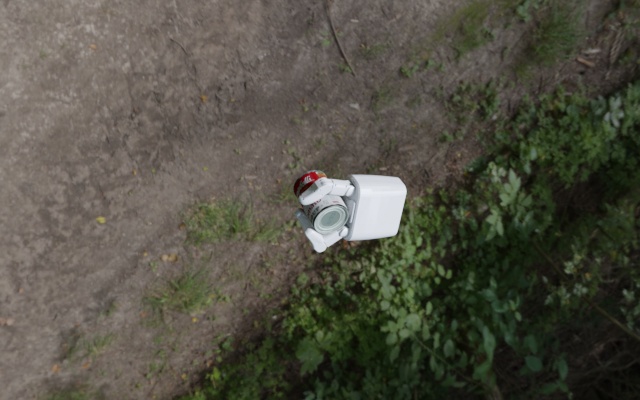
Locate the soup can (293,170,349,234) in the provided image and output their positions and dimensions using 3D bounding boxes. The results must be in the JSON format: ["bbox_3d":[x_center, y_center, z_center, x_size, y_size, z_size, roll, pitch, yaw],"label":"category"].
[{"bbox_3d":[0.000,0.003,0.849,0.068,0.068,0.102,0,38,-28],"label":"soup can"}]
